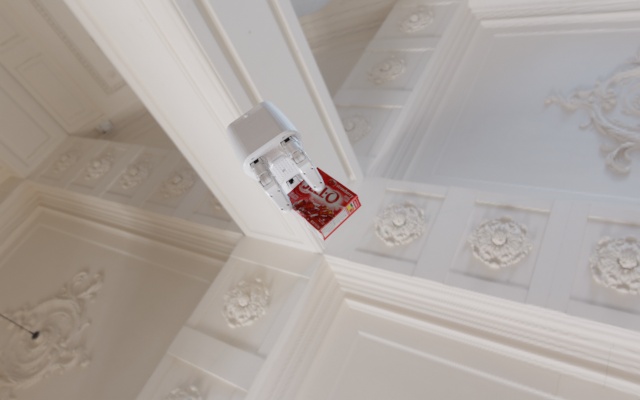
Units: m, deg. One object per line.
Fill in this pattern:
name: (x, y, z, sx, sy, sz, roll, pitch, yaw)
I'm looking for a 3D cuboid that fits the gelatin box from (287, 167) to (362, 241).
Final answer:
gelatin box: (0.000, 0.003, 0.663, 0.089, 0.073, 0.030, 38, -15, 38)
